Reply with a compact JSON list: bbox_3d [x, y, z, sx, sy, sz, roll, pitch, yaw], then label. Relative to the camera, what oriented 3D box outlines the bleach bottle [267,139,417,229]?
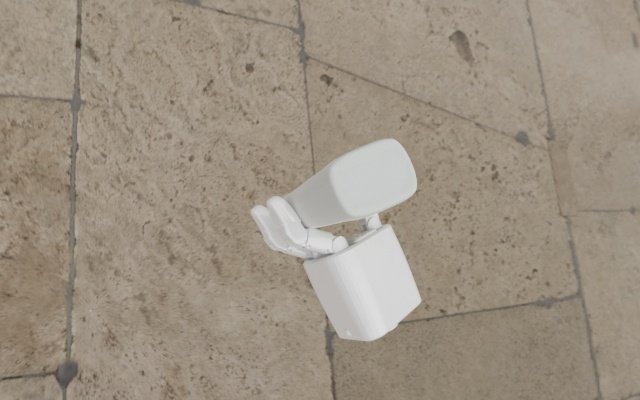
[{"bbox_3d":[0.000,0.002,0.576,0.102,0.068,0.251,-23,-1,-28],"label":"bleach bottle"}]
